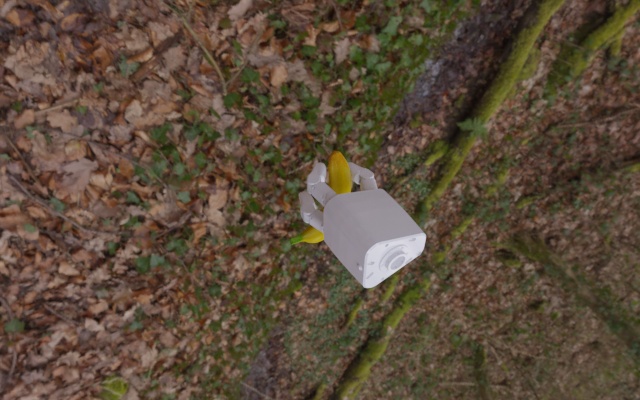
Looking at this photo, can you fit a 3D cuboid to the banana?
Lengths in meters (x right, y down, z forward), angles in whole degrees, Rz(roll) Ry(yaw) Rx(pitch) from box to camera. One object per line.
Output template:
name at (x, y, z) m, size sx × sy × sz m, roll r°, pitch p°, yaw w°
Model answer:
banana at (0.014, 0.006, 0.796) m, size 0.069 × 0.198 × 0.037 m, roll 1°, pitch 38°, yaw -35°
